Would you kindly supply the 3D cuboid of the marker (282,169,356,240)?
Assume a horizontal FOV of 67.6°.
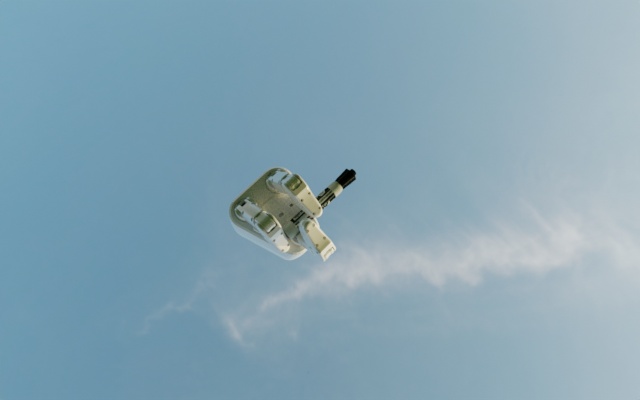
[{"bbox_3d":[0.000,0.002,0.599,0.121,0.020,0.020,-43,13,-15],"label":"marker"}]
